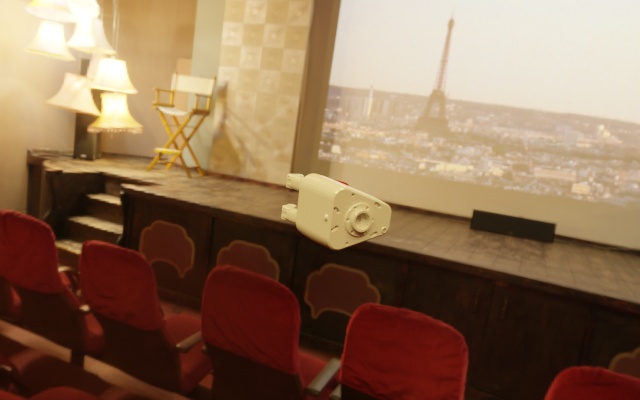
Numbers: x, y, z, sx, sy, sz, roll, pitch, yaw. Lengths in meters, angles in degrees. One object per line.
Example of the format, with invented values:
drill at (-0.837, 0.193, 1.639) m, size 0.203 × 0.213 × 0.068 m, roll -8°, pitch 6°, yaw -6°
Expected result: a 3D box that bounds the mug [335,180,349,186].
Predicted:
mug at (0.000, 0.002, 0.847) m, size 0.093 × 0.081 × 0.117 m, roll 3°, pitch 11°, yaw -30°
